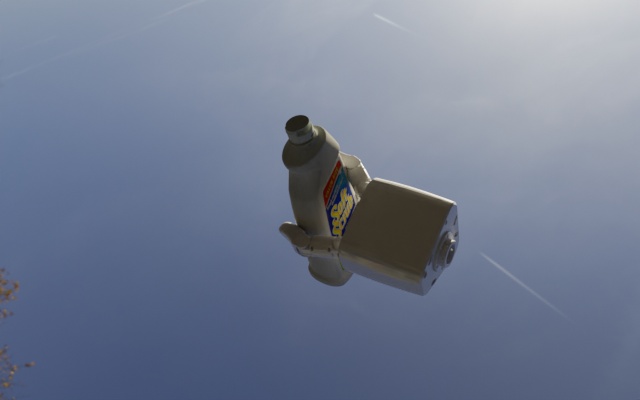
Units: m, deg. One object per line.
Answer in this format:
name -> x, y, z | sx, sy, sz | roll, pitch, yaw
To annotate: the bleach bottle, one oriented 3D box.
bleach bottle -> 0.000, 0.002, 0.618 | 0.068, 0.102, 0.251 | 18, -34, 32
